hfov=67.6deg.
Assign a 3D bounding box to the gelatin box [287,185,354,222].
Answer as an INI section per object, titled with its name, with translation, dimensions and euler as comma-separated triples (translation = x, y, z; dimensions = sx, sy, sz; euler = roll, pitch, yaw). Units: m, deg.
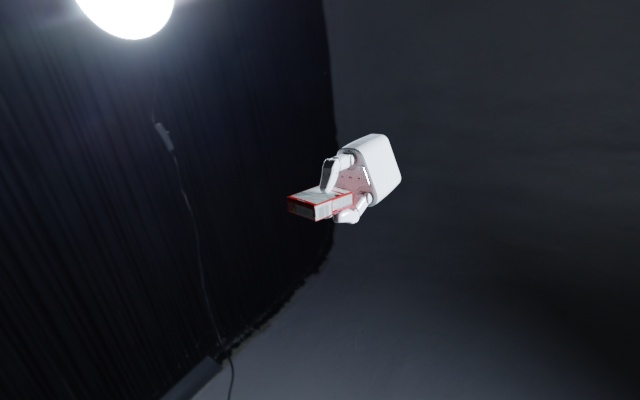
[gelatin box]
translation = 0.000, 0.002, 0.801
dimensions = 0.089, 0.030, 0.073
euler = -20, 25, -37
